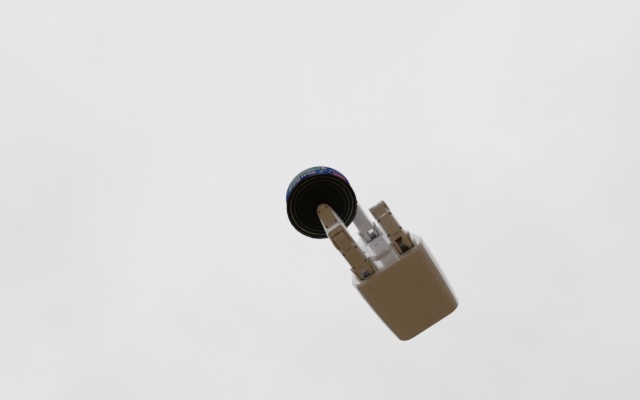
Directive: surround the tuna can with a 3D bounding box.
[{"bbox_3d":[0.000,0.002,0.583,0.086,0.086,0.033,0,23,-7],"label":"tuna can"}]
